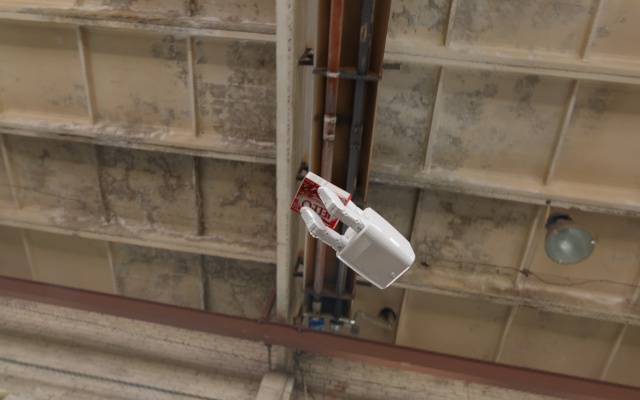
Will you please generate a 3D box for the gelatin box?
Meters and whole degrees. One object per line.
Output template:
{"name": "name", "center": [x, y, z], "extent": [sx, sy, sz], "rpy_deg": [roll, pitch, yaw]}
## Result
{"name": "gelatin box", "center": [0.000, 0.002, 0.855], "extent": [0.089, 0.073, 0.030], "rpy_deg": [29, 29, 4]}
